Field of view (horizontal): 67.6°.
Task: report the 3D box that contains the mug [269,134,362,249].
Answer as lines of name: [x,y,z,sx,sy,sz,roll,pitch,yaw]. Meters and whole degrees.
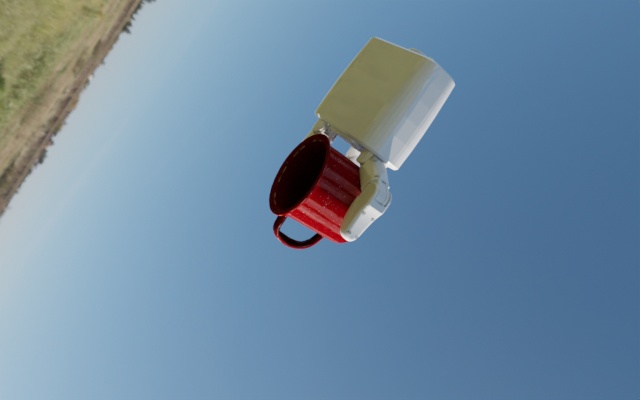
mug: [-0.001,0.003,0.492,0.081,0.117,0.093,32,8,-29]
